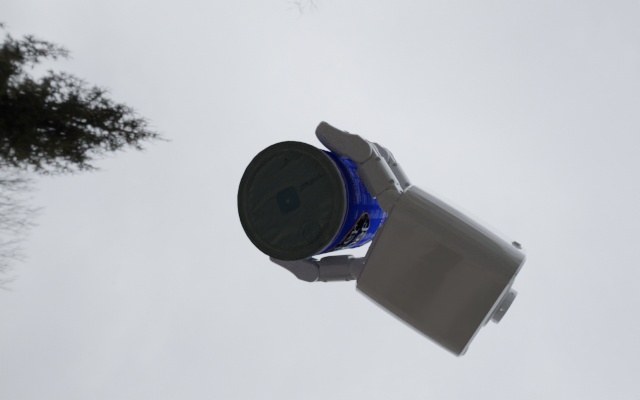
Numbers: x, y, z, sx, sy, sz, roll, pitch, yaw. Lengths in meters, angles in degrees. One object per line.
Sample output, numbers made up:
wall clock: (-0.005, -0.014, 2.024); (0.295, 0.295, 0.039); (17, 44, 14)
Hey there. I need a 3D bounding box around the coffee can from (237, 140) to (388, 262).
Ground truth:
coffee can: (0.000, 0.001, 0.466); (0.103, 0.103, 0.140); (0, -1, 24)
